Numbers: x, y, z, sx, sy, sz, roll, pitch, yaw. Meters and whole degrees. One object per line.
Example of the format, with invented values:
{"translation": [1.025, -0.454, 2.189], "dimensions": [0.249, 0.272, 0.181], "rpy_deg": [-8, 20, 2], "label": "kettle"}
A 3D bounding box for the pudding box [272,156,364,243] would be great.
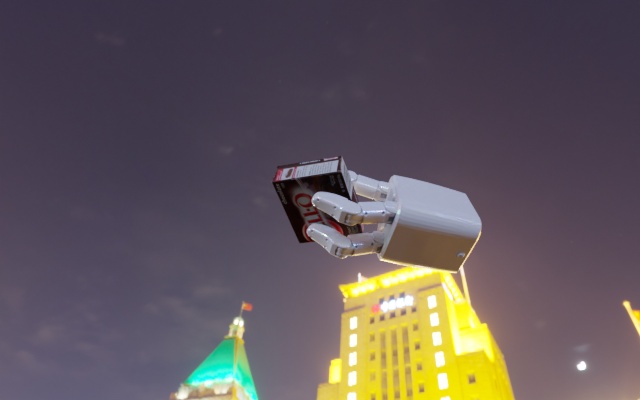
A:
{"translation": [0.000, 0.002, 0.611], "dimensions": [0.090, 0.114, 0.039], "rpy_deg": [-9, 37, 16], "label": "pudding box"}
